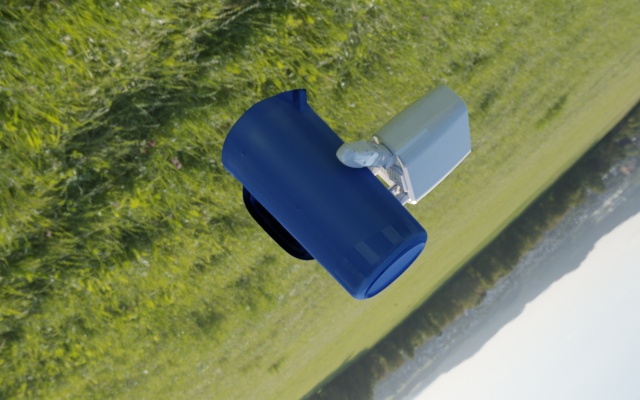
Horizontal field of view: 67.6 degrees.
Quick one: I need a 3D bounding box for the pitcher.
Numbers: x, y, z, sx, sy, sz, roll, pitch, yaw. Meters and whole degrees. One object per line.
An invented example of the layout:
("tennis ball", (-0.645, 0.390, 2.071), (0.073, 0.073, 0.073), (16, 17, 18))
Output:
("pitcher", (0.000, 0.002, 0.566), (0.145, 0.242, 0.149), (-40, -22, -8))
